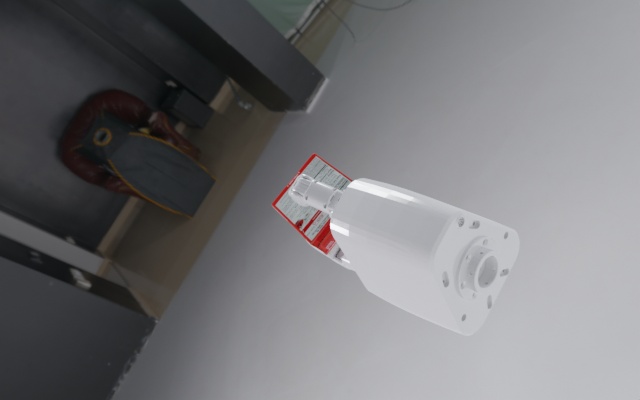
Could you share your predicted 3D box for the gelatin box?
[{"bbox_3d":[0.000,0.001,0.487,0.030,0.073,0.089,38,1,-43],"label":"gelatin box"}]
